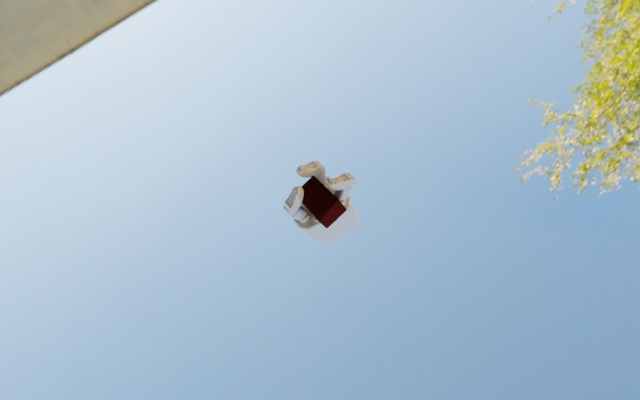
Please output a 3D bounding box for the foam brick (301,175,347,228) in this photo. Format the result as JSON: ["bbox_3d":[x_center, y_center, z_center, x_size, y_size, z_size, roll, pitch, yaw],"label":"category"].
[{"bbox_3d":[0.000,0.003,0.874,0.078,0.053,0.051,47,0,30],"label":"foam brick"}]
